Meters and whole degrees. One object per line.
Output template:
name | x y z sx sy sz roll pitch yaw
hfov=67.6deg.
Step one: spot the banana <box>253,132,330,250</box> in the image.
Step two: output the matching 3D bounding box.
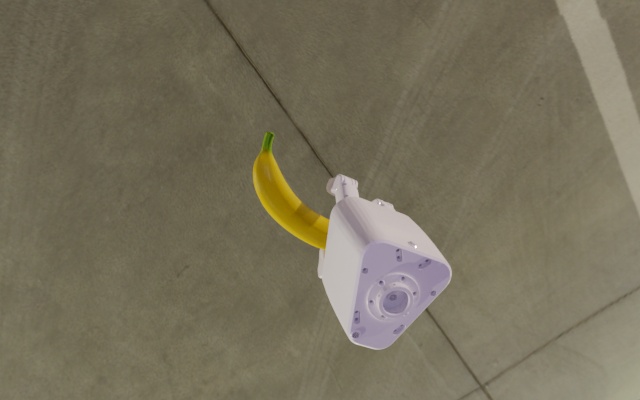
banana | -0.016 0.012 0.568 0.069 0.198 0.037 -43 19 4
